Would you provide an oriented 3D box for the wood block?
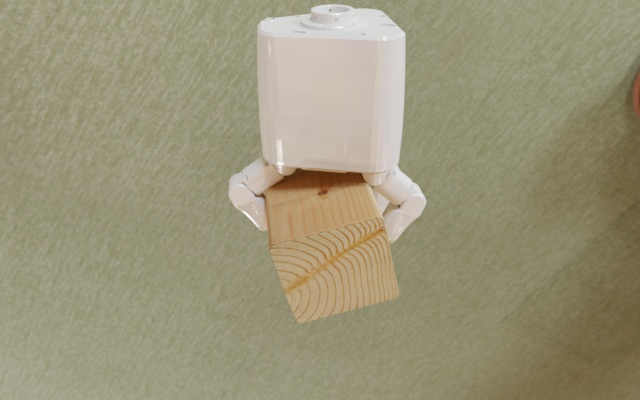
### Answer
[{"bbox_3d":[0.000,0.001,0.458,0.091,0.090,0.206,-15,34,2],"label":"wood block"}]
